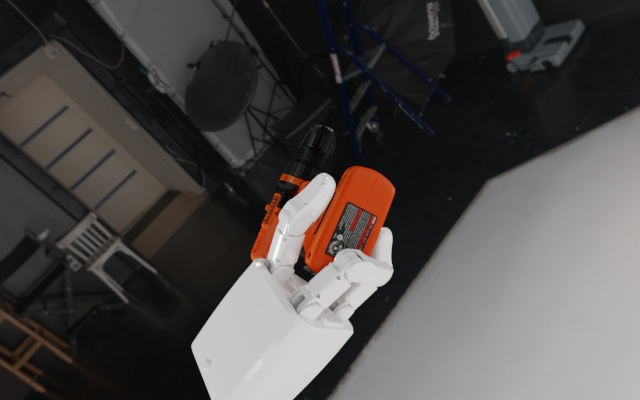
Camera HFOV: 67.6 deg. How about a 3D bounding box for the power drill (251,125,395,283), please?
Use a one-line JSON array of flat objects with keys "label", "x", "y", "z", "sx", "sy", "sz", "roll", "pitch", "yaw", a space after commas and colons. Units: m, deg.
[{"label": "power drill", "x": 0.000, "y": 0.002, "z": 0.504, "sx": 0.057, "sy": 0.184, "sz": 0.187, "roll": 24, "pitch": -5, "yaw": -23}]
